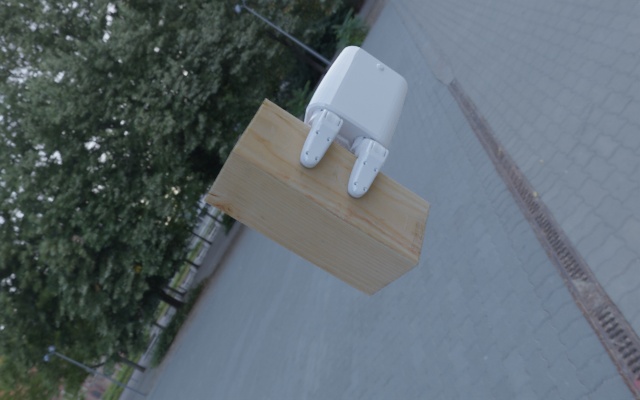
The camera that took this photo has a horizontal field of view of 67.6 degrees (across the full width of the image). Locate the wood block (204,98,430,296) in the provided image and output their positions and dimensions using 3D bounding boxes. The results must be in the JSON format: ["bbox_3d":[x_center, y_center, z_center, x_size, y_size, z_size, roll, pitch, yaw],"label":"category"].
[{"bbox_3d":[0.000,0.001,0.499,0.206,0.090,0.091,31,-41,-11],"label":"wood block"}]
